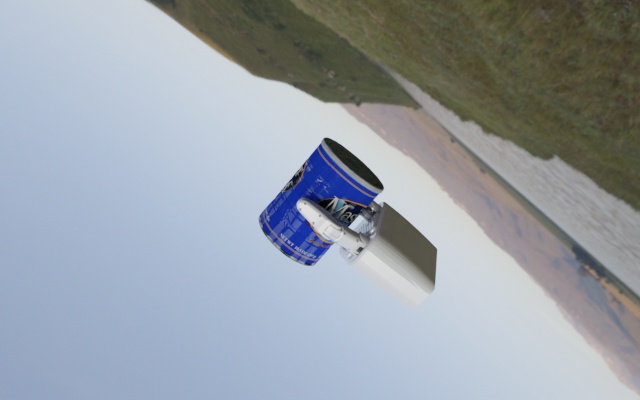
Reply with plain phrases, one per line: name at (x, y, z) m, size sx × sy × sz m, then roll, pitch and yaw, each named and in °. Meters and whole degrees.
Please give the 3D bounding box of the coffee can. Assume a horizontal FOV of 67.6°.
coffee can at (0.000, 0.002, 0.635) m, size 0.103 × 0.140 × 0.102 m, roll 37°, pitch 16°, yaw -13°
